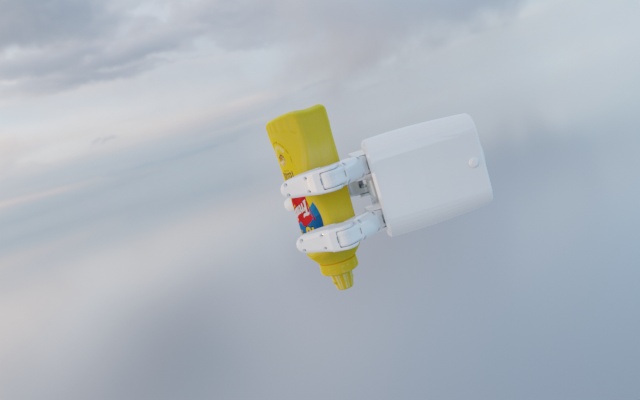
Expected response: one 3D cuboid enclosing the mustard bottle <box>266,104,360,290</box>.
[{"bbox_3d":[0.000,0.001,0.498,0.058,0.191,0.096,-20,8,-21],"label":"mustard bottle"}]
